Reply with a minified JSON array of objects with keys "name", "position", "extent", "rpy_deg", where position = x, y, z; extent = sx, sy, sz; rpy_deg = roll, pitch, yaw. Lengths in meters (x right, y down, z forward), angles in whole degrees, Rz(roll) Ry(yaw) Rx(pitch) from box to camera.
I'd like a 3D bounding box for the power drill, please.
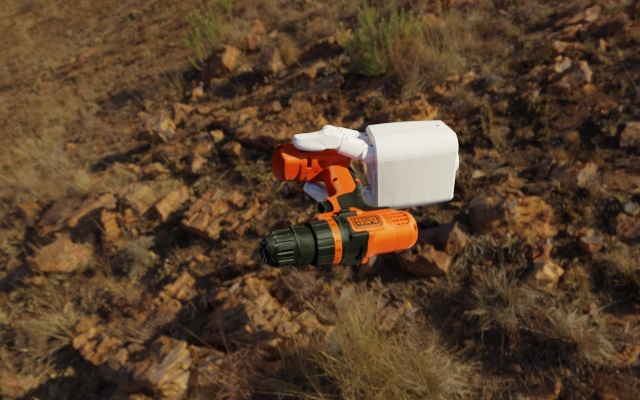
[{"name":"power drill","position":[0.000,0.002,0.579],"extent":[0.184,0.057,0.187],"rpy_deg":[-5,43,-22]}]
